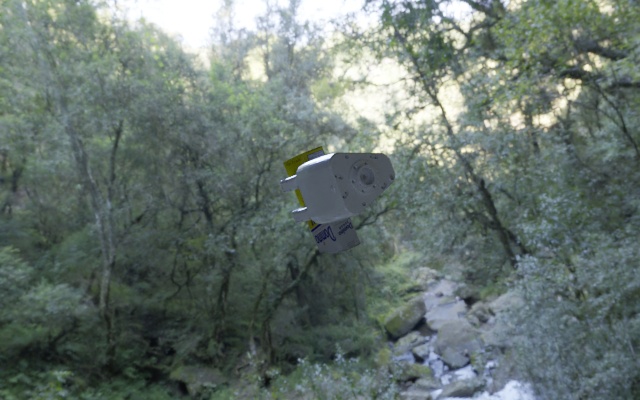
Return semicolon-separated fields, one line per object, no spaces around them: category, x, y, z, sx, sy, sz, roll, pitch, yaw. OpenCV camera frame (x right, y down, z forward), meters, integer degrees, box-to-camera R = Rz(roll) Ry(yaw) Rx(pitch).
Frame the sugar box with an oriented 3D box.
sugar box;0.000;0.003;0.819;0.048;0.176;0.093;-21;3;-25
